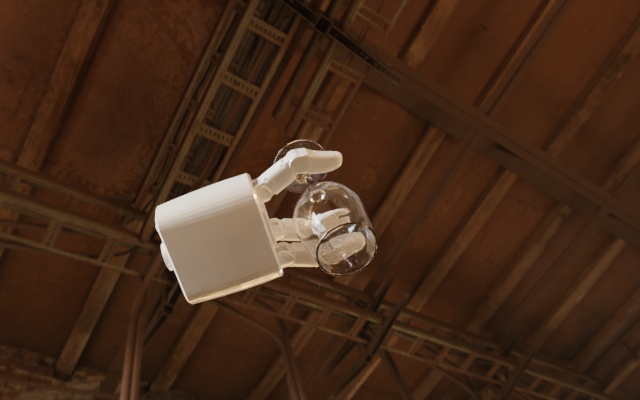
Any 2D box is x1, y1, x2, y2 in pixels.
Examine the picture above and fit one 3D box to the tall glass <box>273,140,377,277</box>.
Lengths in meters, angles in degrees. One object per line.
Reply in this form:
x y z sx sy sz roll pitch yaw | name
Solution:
0.000 0.001 0.537 0.079 0.079 0.201 0 27 -17 | tall glass
